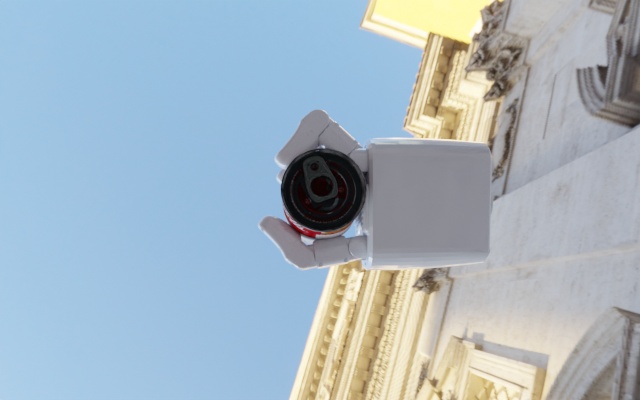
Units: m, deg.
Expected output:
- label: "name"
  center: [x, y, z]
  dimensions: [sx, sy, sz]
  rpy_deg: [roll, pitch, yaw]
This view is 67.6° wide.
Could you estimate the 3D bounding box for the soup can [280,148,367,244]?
- label: "soup can"
  center: [0.000, 0.002, 0.423]
  dimensions: [0.068, 0.068, 0.102]
  rpy_deg: [0, -12, -3]
